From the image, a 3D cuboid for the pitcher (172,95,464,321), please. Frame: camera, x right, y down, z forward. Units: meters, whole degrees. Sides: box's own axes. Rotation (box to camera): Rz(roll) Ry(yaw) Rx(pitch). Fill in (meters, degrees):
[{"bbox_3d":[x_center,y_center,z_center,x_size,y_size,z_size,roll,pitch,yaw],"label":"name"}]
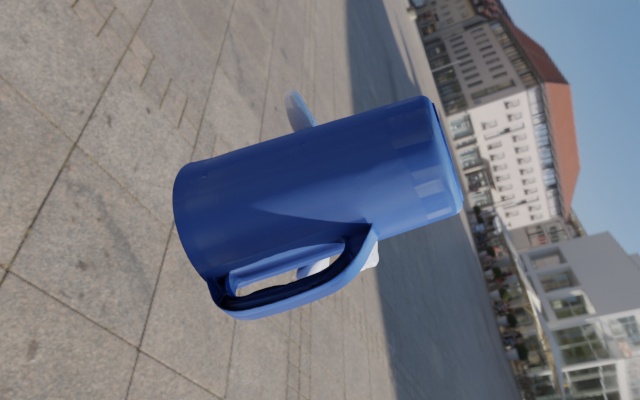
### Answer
[{"bbox_3d":[0.000,0.001,0.437,0.243,0.149,0.145,-17,5,16],"label":"pitcher"}]
